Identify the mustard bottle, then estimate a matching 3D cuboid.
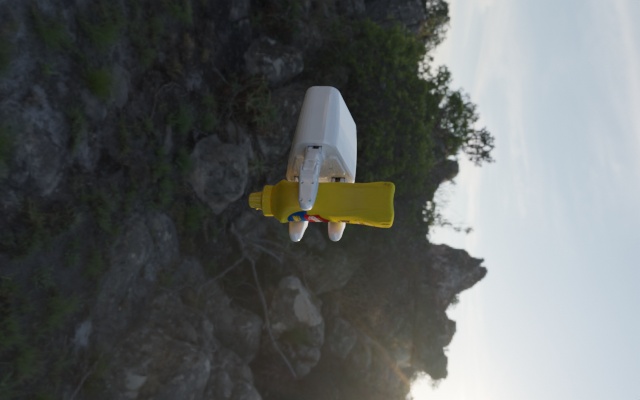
[{"bbox_3d":[0.000,0.002,0.631,0.191,0.058,0.096,2,-7,7],"label":"mustard bottle"}]
